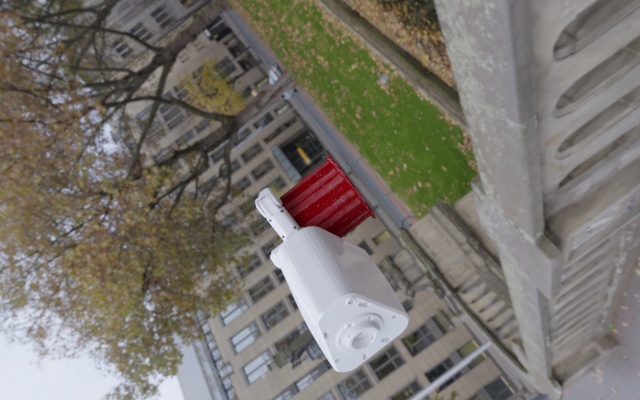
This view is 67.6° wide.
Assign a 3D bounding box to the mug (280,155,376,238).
[{"bbox_3d":[-0.001,0.001,0.569,0.081,0.093,0.117,-37,39,1],"label":"mug"}]
